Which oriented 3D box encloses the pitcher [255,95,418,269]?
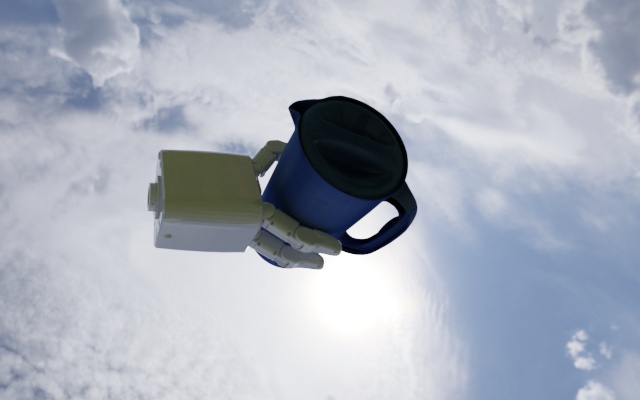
[{"bbox_3d":[0.000,0.002,0.597,0.145,0.149,0.243,3,-30,-25],"label":"pitcher"}]
